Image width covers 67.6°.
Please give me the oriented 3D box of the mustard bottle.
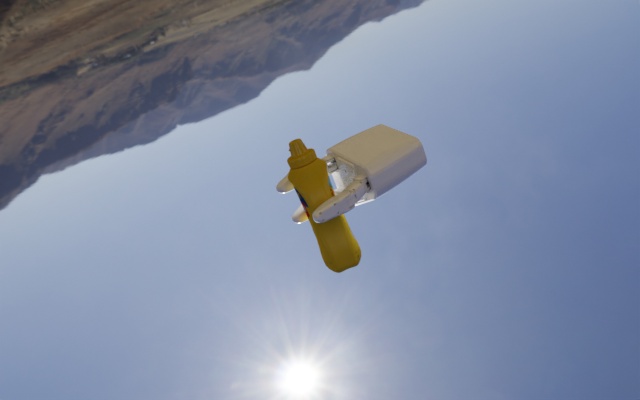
[{"bbox_3d":[0.000,0.003,0.679,0.058,0.192,0.096,-22,19,1],"label":"mustard bottle"}]
